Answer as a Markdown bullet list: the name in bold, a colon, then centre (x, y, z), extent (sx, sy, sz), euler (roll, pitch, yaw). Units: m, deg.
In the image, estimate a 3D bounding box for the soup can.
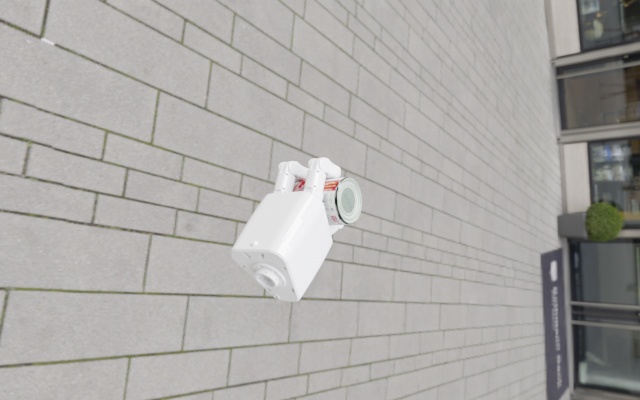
- **soup can**: centre (0.001, 0.002, 0.694), extent (0.102, 0.068, 0.068), euler (-3, -2, 36)
